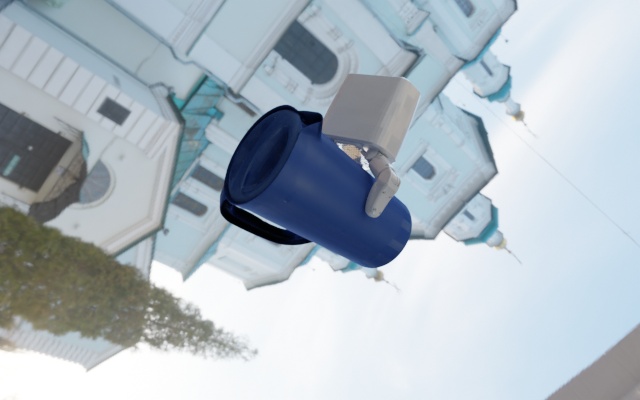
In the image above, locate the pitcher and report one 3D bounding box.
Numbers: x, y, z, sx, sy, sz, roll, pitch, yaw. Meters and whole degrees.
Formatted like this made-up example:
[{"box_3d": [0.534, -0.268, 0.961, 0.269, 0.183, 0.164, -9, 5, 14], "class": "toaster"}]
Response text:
[{"box_3d": [0.000, 0.002, 0.621, 0.243, 0.145, 0.149, 33, -16, -35], "class": "pitcher"}]
